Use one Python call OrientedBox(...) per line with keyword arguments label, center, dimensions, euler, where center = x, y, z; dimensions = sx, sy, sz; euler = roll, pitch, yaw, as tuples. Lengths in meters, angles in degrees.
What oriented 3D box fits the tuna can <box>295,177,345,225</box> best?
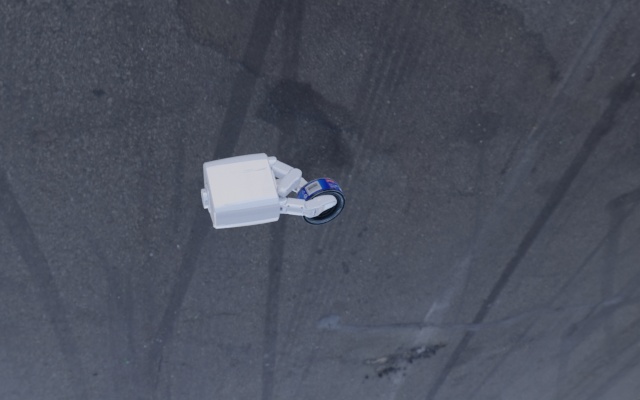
OrientedBox(label="tuna can", center=(0.000, 0.003, 0.841), dimensions=(0.086, 0.086, 0.033), euler=(0, 41, -29))
